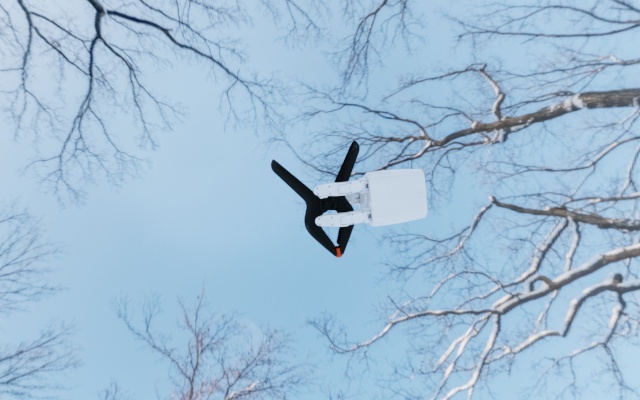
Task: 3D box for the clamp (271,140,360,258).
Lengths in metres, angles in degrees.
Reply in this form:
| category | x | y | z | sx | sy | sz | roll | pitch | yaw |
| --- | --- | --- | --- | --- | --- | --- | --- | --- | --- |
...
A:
| category | x | y | z | sx | sy | sz | roll | pitch | yaw |
| --- | --- | --- | --- | --- | --- | --- | --- | --- | --- |
| clamp | 0.000 | 0.003 | 0.875 | 0.164 | 0.210 | 0.036 | -7 | 6 | -6 |
